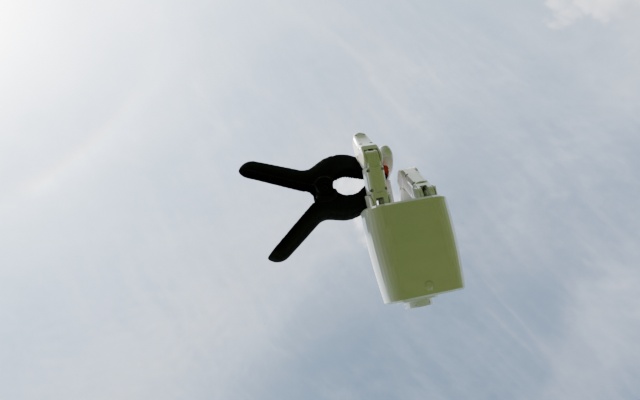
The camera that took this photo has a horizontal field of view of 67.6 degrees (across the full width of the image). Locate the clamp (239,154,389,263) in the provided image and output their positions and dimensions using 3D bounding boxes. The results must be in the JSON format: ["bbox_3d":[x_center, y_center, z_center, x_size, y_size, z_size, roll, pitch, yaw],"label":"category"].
[{"bbox_3d":[0.000,0.002,0.544,0.171,0.120,0.039,-9,-12,-9],"label":"clamp"}]
